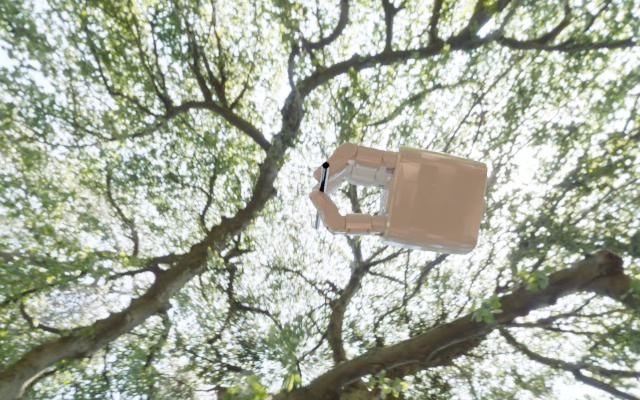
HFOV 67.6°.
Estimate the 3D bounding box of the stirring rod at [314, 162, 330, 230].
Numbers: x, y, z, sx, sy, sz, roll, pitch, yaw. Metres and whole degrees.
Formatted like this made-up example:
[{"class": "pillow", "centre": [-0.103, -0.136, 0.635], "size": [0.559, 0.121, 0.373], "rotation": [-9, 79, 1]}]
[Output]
[{"class": "stirring rod", "centre": [0.000, 0.002, 0.608], "size": [0.011, 0.011, 0.240], "rotation": [0, -19, -3]}]
